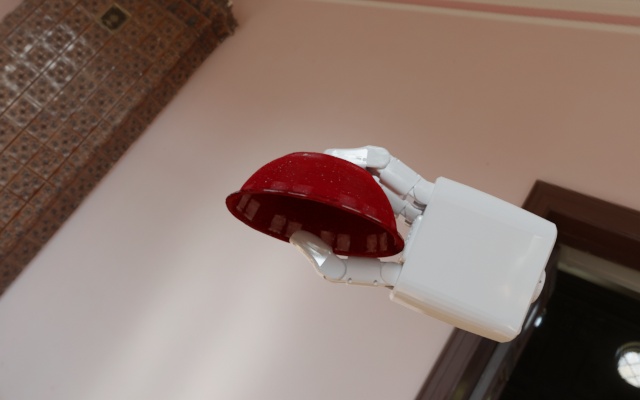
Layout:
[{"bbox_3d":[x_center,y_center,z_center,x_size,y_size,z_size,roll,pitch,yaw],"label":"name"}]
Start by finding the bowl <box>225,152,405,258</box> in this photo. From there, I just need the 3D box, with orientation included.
[{"bbox_3d":[-0.001,0.001,0.430,0.162,0.055,0.162,13,-19,4],"label":"bowl"}]
